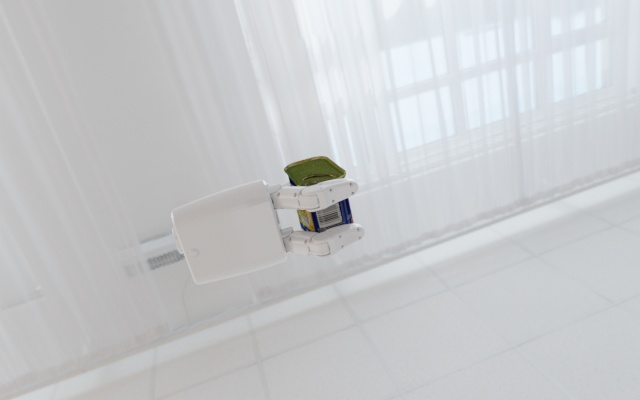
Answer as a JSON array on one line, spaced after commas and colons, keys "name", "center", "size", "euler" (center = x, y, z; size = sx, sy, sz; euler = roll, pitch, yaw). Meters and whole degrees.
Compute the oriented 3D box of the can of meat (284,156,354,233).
[{"name": "can of meat", "center": [0.000, 0.002, 0.571], "size": [0.057, 0.084, 0.102], "euler": [-17, 22, -12]}]
